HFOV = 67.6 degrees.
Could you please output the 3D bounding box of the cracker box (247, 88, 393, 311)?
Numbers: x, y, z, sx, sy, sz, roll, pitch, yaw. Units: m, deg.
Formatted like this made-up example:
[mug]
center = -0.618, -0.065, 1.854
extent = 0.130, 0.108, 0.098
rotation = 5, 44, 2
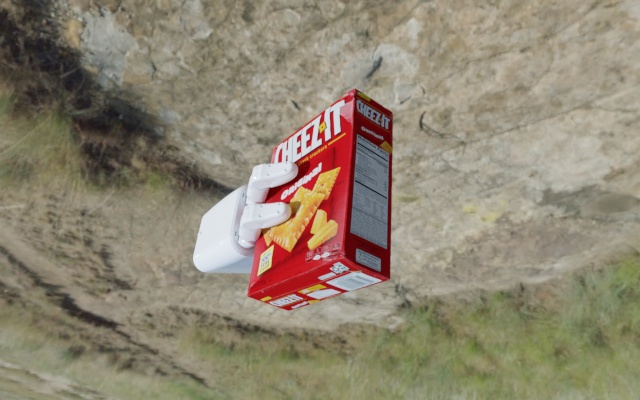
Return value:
[cracker box]
center = 0.000, 0.002, 0.547
extent = 0.072, 0.213, 0.164
rotation = 27, -37, -32
